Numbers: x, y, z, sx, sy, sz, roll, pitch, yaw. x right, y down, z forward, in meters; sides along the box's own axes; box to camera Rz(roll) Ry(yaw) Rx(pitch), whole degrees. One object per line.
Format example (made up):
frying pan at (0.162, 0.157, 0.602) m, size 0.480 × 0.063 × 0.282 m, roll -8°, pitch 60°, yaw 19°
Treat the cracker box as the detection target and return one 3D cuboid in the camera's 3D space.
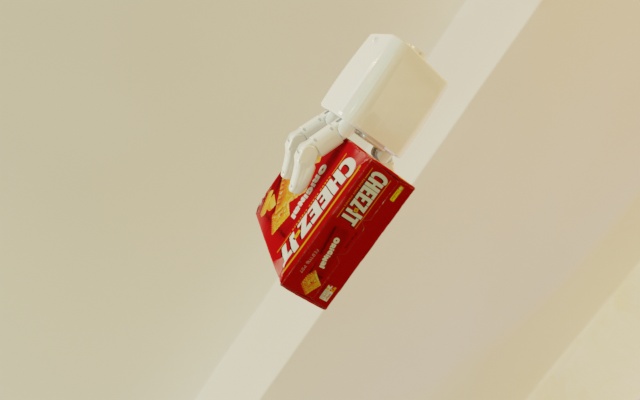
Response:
cracker box at (0.000, 0.002, 0.582) m, size 0.072 × 0.164 × 0.213 m, roll 31°, pitch 9°, yaw -23°
